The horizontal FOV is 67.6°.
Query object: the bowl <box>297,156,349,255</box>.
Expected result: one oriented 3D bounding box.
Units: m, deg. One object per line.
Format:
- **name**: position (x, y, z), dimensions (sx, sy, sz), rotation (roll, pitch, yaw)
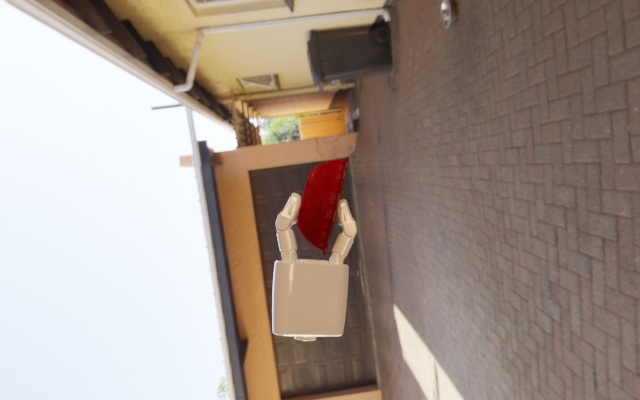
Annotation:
- **bowl**: position (0.000, 0.001, 0.756), dimensions (0.055, 0.162, 0.162), rotation (14, 0, 1)
